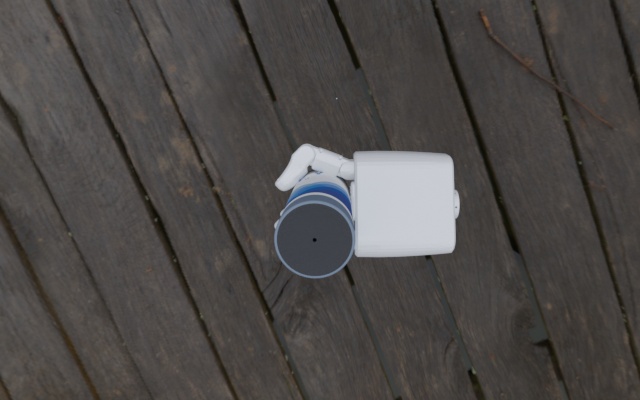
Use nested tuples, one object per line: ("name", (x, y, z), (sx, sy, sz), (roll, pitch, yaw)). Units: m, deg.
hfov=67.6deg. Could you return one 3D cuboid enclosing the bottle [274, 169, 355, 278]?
("bottle", (0.000, 0.002, 0.531), (0.069, 0.069, 0.295), (0, 12, 2))
